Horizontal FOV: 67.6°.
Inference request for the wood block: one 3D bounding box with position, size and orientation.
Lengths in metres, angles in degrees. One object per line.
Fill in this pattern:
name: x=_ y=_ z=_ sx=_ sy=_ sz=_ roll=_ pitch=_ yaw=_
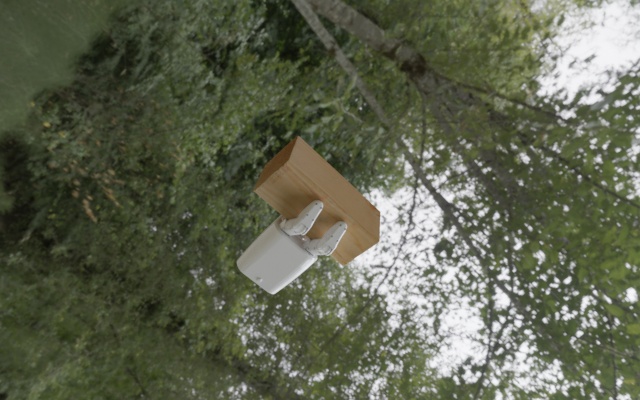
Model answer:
wood block: x=0.000 y=0.003 z=0.812 sx=0.090 sy=0.206 sz=0.090 roll=-38 pitch=21 yaw=27
